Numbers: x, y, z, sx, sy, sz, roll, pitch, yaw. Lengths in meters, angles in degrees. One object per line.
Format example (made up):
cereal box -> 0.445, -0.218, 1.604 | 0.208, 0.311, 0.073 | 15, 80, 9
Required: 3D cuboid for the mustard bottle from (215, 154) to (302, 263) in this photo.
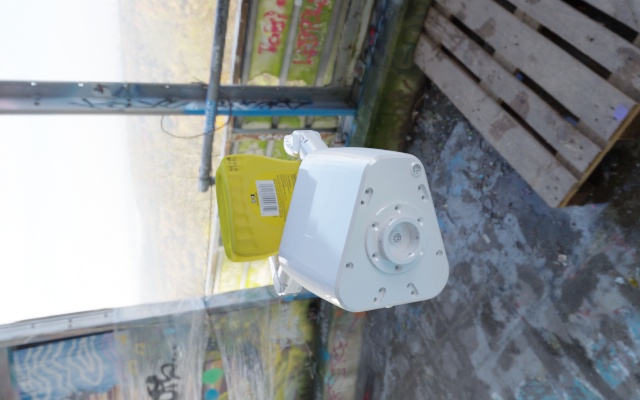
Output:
mustard bottle -> 0.000, 0.002, 0.464 | 0.191, 0.096, 0.058 | -4, -18, -23
